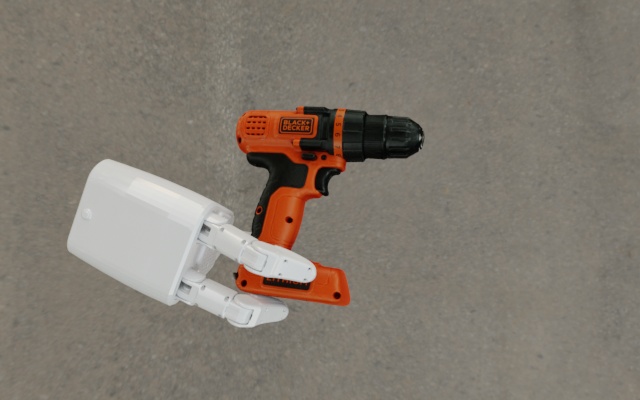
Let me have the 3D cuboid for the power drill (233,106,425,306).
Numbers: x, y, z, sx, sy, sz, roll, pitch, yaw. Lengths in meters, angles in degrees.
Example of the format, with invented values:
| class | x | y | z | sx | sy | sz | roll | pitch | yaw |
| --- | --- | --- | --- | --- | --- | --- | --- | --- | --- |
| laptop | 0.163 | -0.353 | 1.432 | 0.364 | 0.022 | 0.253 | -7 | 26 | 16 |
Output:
| class | x | y | z | sx | sy | sz | roll | pitch | yaw |
| --- | --- | --- | --- | --- | --- | --- | --- | --- | --- |
| power drill | 0.000 | 0.002 | 0.453 | 0.184 | 0.187 | 0.057 | 3 | -15 | 14 |
